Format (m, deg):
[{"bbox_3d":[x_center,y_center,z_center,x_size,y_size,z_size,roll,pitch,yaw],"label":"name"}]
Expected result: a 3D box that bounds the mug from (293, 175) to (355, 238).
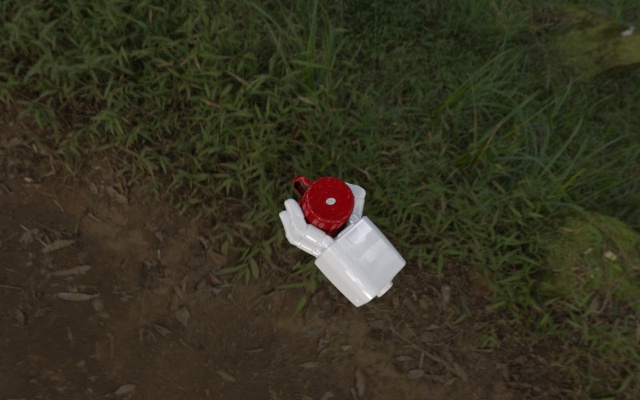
[{"bbox_3d":[-0.001,0.001,0.789,0.093,0.117,0.081,-41,-7,-22],"label":"mug"}]
